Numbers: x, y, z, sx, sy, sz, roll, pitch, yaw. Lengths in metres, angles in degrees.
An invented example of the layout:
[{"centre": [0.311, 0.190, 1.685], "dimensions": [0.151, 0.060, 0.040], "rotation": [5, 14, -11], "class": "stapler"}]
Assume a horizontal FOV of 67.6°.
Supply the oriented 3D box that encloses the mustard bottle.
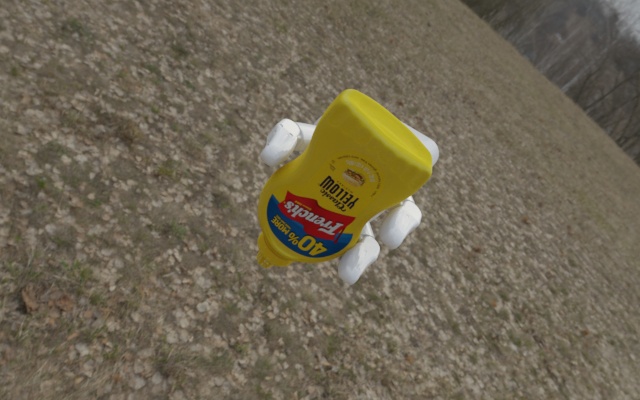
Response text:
[{"centre": [0.000, 0.001, 0.422], "dimensions": [0.096, 0.192, 0.058], "rotation": [37, 33, -11], "class": "mustard bottle"}]
